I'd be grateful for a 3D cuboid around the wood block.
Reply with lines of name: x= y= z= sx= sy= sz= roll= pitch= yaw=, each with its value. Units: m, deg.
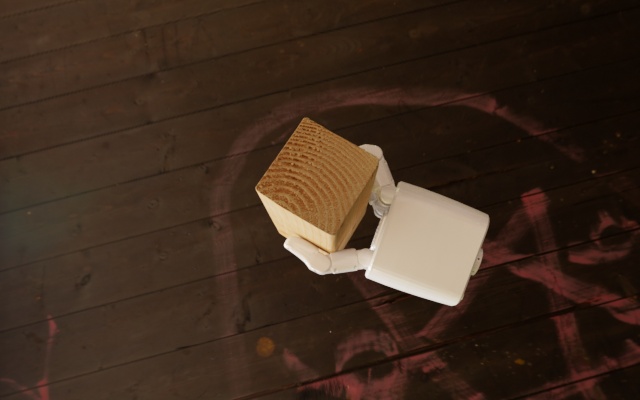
wood block: x=0.000 y=0.002 z=0.551 sx=0.090 sy=0.091 sz=0.206 roll=31 pitch=-13 yaw=9
